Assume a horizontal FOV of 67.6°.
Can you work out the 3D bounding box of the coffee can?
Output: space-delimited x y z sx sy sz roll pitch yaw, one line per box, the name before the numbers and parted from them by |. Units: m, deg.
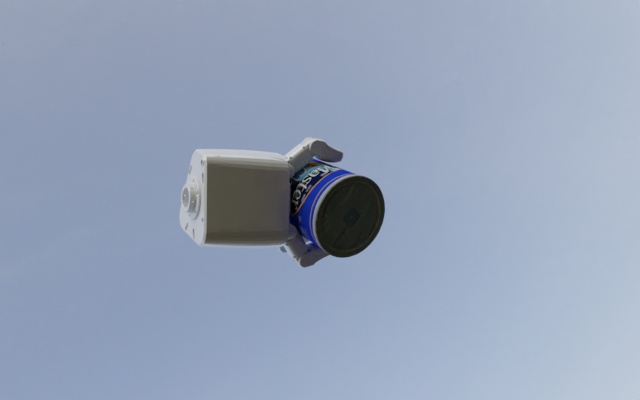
coffee can | 0.000 0.002 0.621 0.103 0.103 0.140 0 15 -34
